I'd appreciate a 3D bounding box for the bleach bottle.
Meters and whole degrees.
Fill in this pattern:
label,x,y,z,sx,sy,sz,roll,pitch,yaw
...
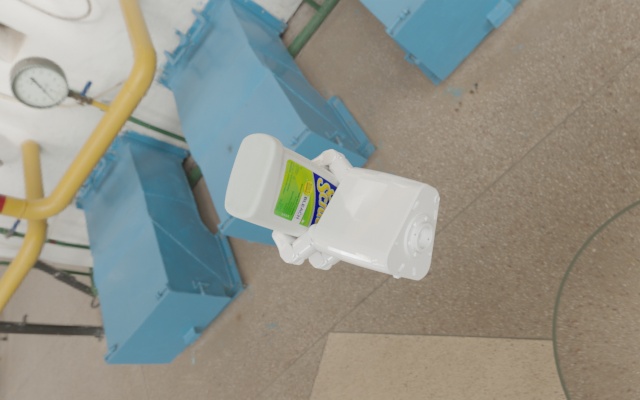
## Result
label,x,y,z,sx,sy,sz,roll,pitch,yaw
bleach bottle,0.000,0.002,0.619,0.068,0.102,0.251,14,-4,44
